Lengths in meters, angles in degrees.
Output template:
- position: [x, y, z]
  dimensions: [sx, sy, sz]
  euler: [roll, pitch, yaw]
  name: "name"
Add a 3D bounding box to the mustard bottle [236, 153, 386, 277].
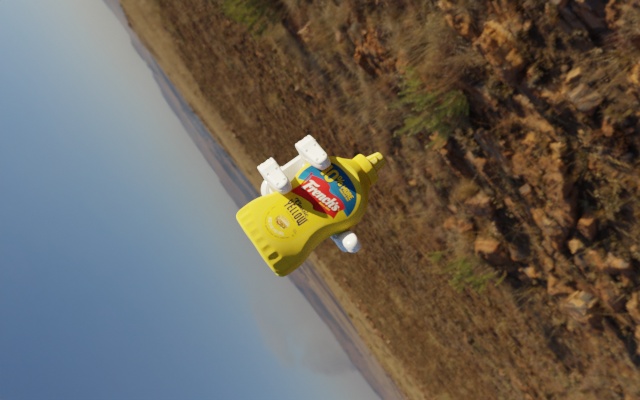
- position: [0.000, 0.002, 0.588]
  dimensions: [0.191, 0.096, 0.058]
  euler: [-35, -17, -8]
  name: "mustard bottle"
